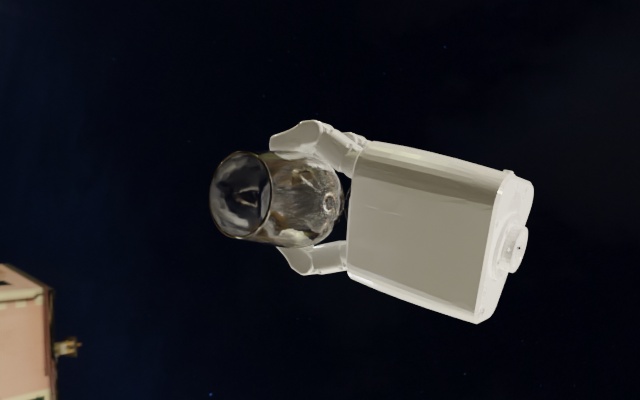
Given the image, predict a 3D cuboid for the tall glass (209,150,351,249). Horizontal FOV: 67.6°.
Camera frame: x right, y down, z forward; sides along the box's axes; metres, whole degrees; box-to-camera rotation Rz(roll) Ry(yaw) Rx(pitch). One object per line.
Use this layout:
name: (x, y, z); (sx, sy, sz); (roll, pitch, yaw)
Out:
tall glass: (0.000, 0.001, 0.413); (0.079, 0.079, 0.201); (0, -3, 35)
